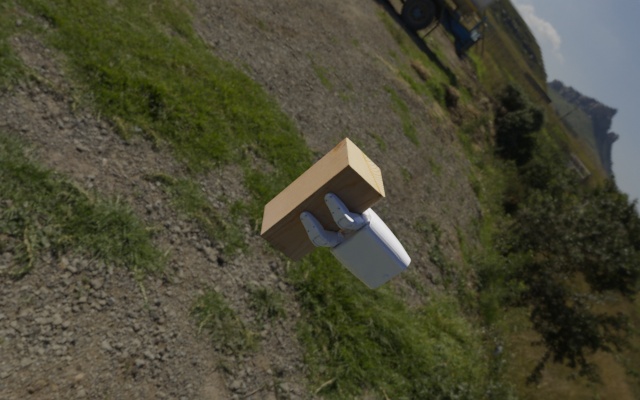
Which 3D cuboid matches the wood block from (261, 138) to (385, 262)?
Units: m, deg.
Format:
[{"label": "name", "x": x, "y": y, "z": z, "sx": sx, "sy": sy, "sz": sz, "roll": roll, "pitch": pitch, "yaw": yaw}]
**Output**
[{"label": "wood block", "x": 0.001, "y": 0.003, "z": 0.826, "sx": 0.206, "sy": 0.090, "sz": 0.090, "roll": -38, "pitch": -63, "yaw": 24}]
